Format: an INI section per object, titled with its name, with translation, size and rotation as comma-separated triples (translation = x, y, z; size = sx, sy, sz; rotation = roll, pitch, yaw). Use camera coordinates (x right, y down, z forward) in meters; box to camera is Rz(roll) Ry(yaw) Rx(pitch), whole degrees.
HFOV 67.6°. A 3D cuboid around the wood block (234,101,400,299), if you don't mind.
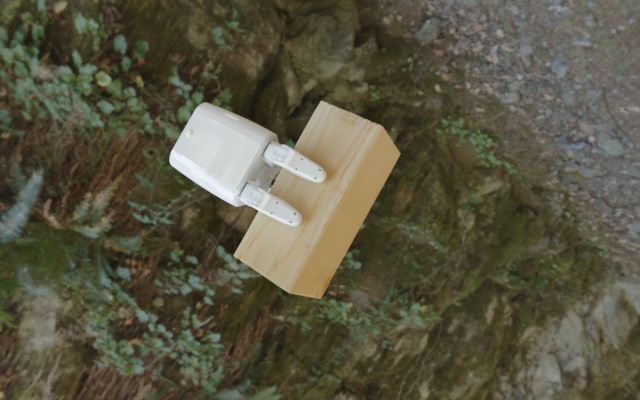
[wood block]
translation = 0.000, 0.002, 0.570
size = 0.090, 0.206, 0.091
rotation = 28, -2, 26
